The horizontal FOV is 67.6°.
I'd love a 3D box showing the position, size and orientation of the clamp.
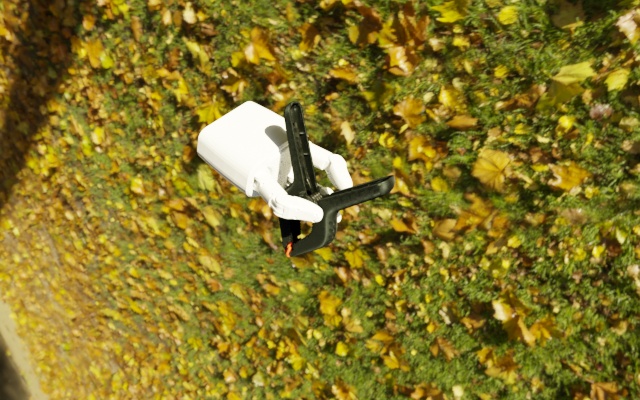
[{"bbox_3d":[-0.001,0.003,0.602,0.164,0.210,0.036,36,40,24],"label":"clamp"}]
